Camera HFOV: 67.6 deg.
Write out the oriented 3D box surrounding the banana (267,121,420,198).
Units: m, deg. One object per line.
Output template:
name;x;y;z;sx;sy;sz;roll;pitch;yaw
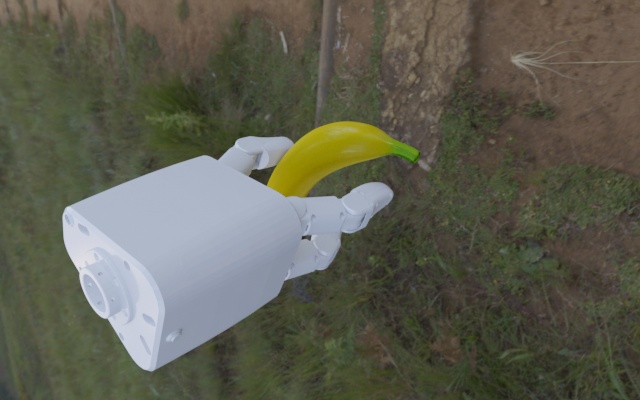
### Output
banana;-0.008;-0.015;0.414;0.037;0.069;0.198;-35;1;-45
